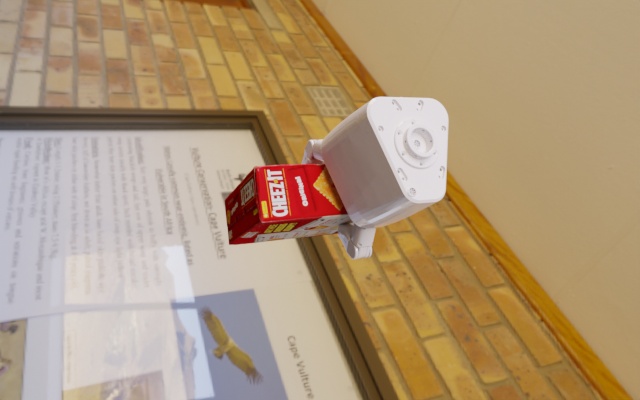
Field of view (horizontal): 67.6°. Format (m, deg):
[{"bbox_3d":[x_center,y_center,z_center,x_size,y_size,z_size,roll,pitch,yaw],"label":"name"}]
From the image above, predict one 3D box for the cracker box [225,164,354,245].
[{"bbox_3d":[0.000,0.002,0.611,0.213,0.072,0.164,-4,-12,-24],"label":"cracker box"}]
